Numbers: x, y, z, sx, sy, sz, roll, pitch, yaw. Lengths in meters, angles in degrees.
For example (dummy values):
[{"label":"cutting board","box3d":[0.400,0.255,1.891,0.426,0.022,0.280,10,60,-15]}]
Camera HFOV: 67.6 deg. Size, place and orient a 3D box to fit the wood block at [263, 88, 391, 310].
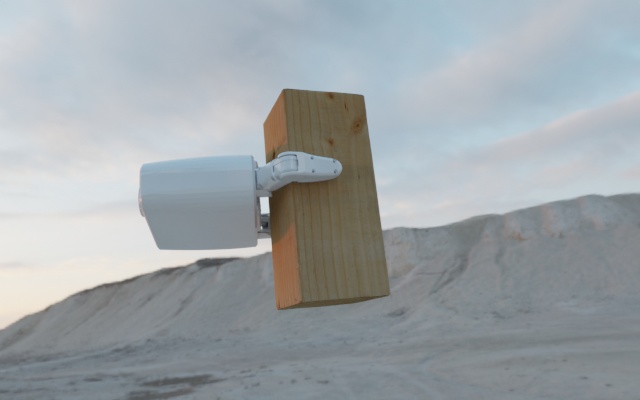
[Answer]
[{"label":"wood block","box3d":[0.000,0.001,0.490,0.090,0.206,0.091,0,-16,-21]}]
